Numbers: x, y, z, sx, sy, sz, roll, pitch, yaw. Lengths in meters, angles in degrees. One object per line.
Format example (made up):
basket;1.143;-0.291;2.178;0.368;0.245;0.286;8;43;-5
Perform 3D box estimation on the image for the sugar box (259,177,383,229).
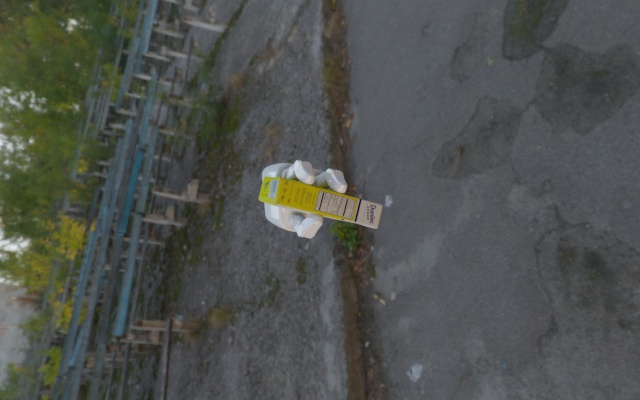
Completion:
sugar box;0.000;0.002;0.756;0.176;0.048;0.093;12;0;-23
